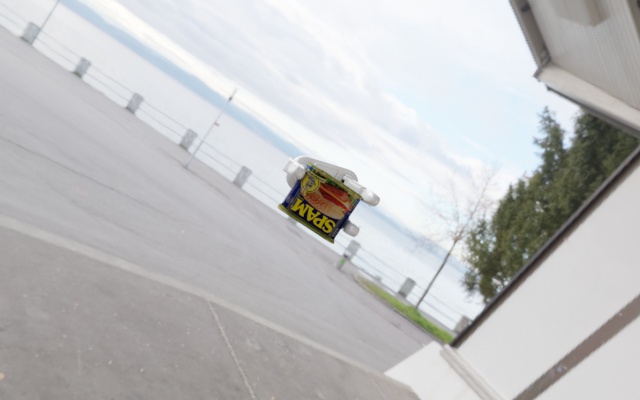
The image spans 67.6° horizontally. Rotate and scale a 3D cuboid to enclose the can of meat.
[{"bbox_3d":[0.000,0.002,0.719,0.102,0.084,0.057,34,2,-5],"label":"can of meat"}]
